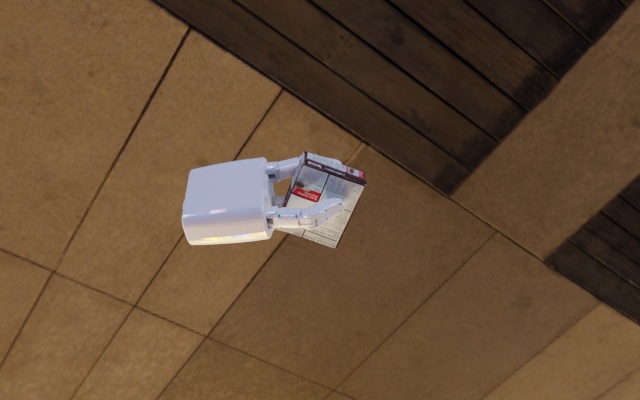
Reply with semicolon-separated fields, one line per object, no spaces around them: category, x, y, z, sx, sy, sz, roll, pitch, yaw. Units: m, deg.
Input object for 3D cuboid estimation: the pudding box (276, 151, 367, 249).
pudding box;0.000;0.002;0.637;0.090;0.113;0.039;19;30;-9
